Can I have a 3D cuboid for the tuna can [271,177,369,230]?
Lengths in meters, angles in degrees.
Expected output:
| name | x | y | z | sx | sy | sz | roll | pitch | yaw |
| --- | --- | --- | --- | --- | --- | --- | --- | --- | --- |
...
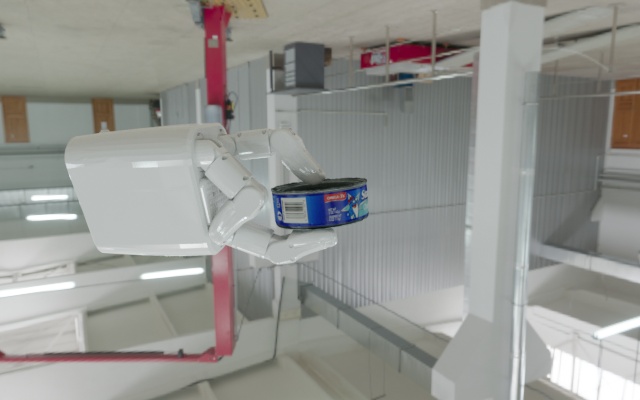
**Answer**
| name | x | y | z | sx | sy | sz | roll | pitch | yaw |
| --- | --- | --- | --- | --- | --- | --- | --- | --- | --- |
| tuna can | 0.000 | 0.002 | 0.426 | 0.086 | 0.034 | 0.086 | -6 | 8 | 1 |
